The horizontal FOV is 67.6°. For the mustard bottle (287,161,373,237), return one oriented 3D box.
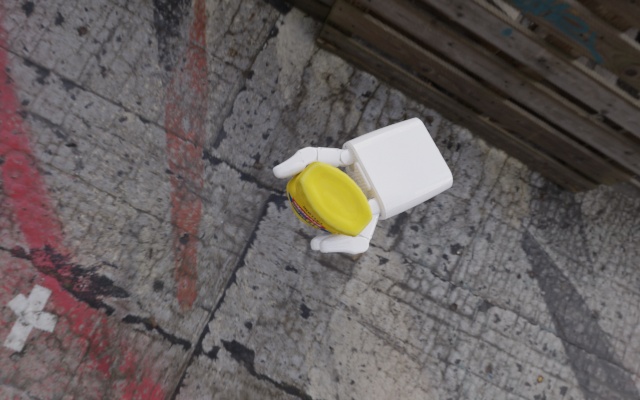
[{"bbox_3d":[0.000,0.002,0.623,0.096,0.058,0.191,43,-10,-7],"label":"mustard bottle"}]
